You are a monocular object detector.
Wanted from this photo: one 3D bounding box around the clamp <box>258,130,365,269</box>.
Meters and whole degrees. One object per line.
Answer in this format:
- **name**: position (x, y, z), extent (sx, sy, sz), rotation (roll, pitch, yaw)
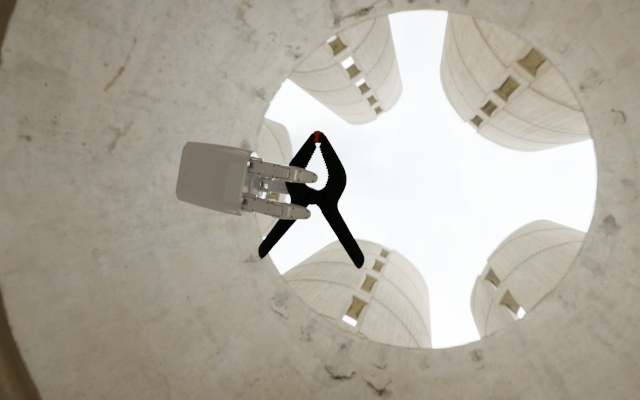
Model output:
- **clamp**: position (0.000, 0.002, 0.723), extent (0.164, 0.210, 0.036), rotation (11, 5, 8)
